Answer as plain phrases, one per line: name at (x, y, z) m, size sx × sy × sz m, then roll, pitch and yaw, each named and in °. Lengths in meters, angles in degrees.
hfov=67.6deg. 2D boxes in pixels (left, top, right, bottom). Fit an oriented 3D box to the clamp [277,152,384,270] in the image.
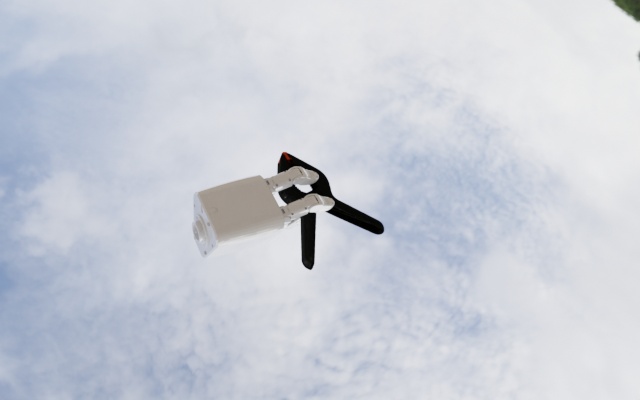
clamp at (-0.001, 0.003, 0.788) m, size 0.164 × 0.210 × 0.036 m, roll -14°, pitch -28°, yaw -32°
